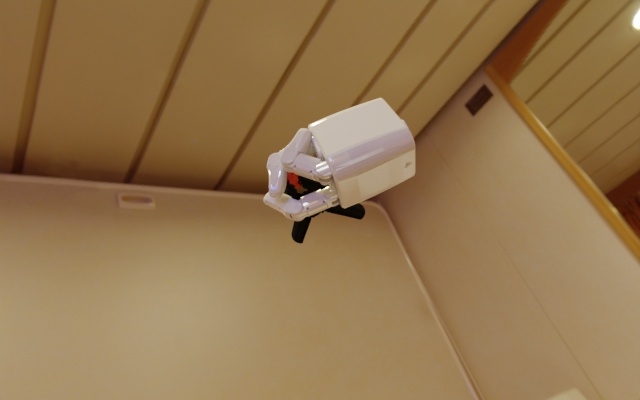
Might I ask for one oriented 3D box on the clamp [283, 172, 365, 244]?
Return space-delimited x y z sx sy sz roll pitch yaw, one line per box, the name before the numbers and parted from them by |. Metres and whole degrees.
clamp | 0.000 0.002 0.685 0.120 0.039 0.172 -23 -31 -2
